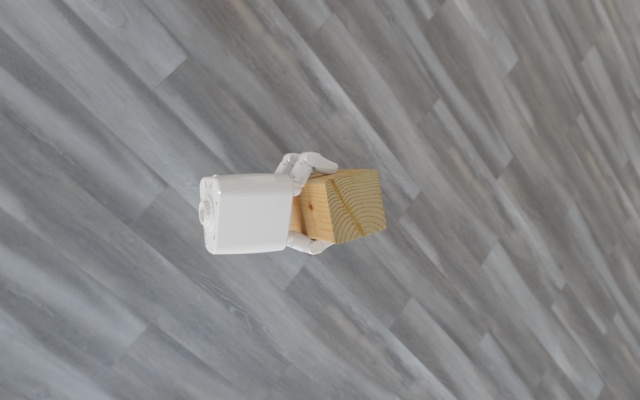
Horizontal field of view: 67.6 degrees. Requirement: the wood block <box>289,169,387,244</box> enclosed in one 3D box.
[{"bbox_3d":[0.000,0.003,0.744,0.090,0.091,0.206,-15,10,-28],"label":"wood block"}]
